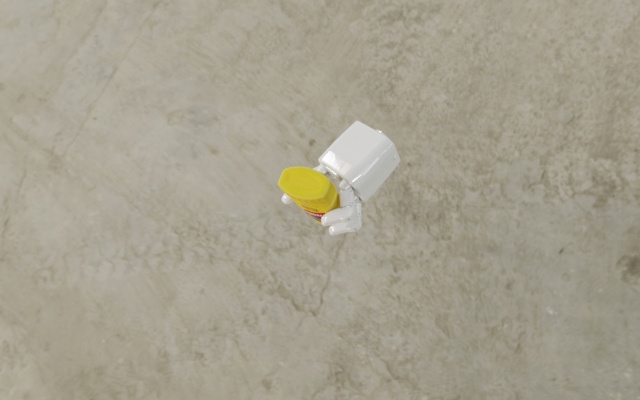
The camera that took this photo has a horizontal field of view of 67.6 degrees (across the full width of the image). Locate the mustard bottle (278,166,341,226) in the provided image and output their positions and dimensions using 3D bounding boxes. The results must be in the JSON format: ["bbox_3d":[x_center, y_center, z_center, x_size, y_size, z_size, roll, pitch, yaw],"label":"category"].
[{"bbox_3d":[0.000,0.003,0.874,0.096,0.058,0.192,15,-15,23],"label":"mustard bottle"}]
